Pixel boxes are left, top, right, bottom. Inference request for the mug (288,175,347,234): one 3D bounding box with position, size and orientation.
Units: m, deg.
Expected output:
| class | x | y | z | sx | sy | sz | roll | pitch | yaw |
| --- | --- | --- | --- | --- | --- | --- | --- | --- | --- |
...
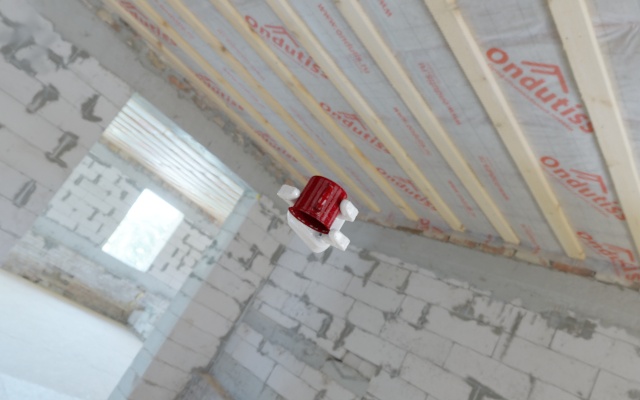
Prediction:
| class | x | y | z | sx | sy | sz | roll | pitch | yaw |
| --- | --- | --- | --- | --- | --- | --- | --- | --- | --- |
| mug | 0.000 | 0.002 | 0.898 | 0.093 | 0.081 | 0.117 | 31 | -16 | 1 |
